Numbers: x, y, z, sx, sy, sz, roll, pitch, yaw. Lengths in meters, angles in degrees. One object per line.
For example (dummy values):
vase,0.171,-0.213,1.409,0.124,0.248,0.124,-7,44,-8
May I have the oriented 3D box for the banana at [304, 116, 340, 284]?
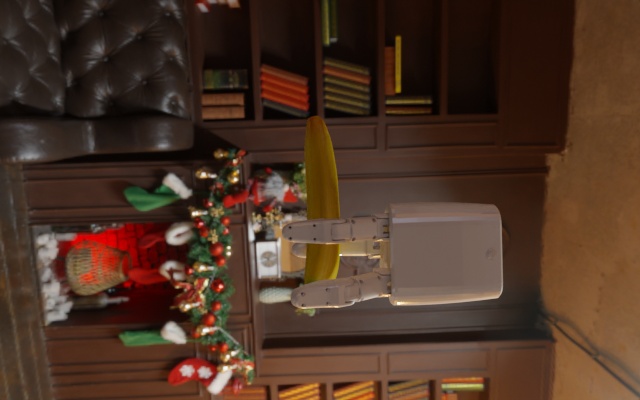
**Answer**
banana,0.001,0.011,0.502,0.037,0.197,0.070,-2,-19,4
